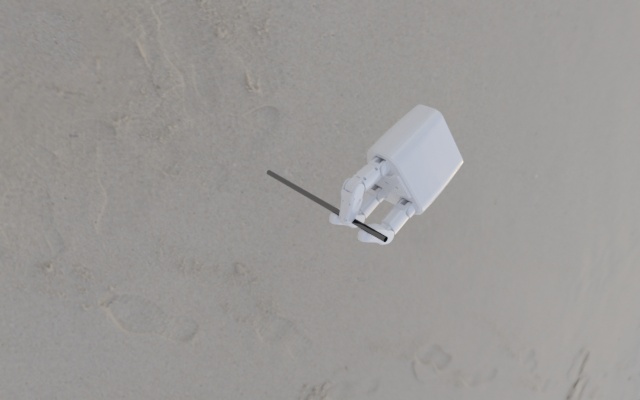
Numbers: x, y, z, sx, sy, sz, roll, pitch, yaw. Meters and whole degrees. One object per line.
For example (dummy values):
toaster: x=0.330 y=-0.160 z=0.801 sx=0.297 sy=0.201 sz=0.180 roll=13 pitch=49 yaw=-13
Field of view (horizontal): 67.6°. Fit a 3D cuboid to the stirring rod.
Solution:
stirring rod: x=0.000 y=0.002 z=0.664 sx=0.011 sy=0.011 sz=0.239 roll=0 pitch=22 yaw=-46
